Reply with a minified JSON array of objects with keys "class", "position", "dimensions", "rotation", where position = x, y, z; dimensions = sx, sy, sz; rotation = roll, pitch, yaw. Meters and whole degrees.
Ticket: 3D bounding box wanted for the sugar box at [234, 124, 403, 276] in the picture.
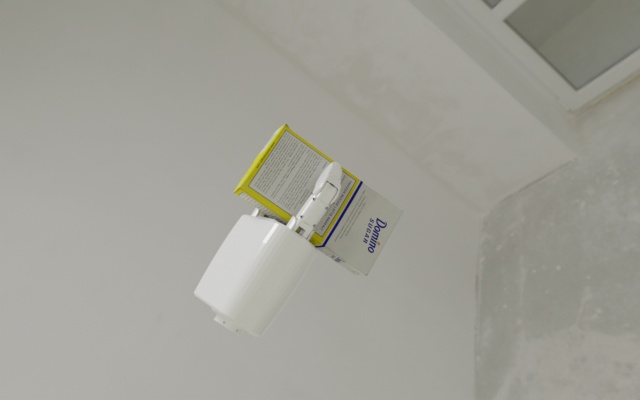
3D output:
[{"class":"sugar box","position":[0.000,0.002,0.553],"dimensions":[0.176,0.093,0.048],"rotation":[37,-16,-14]}]
